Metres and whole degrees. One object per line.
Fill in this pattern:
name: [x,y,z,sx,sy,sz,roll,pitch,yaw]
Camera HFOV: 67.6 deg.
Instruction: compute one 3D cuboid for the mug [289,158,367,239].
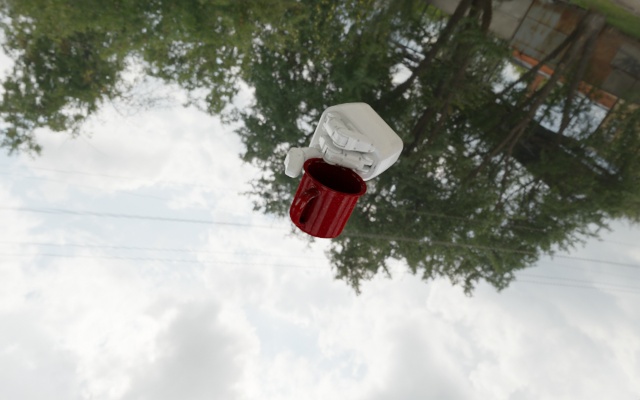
mug: [-0.001,0.003,0.653,0.093,0.081,0.117,34,30,18]
